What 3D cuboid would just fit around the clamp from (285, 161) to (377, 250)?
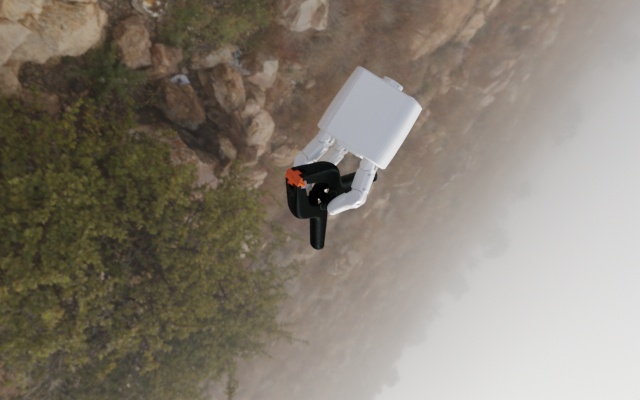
[{"bbox_3d":[0.001,0.003,0.725,0.036,0.164,0.210,38,10,28],"label":"clamp"}]
